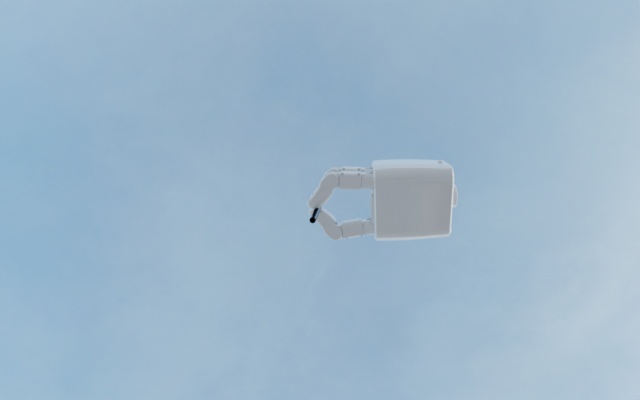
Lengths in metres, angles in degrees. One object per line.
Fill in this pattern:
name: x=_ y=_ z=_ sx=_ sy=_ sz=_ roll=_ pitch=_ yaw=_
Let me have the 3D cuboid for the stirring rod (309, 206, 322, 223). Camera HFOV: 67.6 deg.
stirring rod: x=0.000 y=0.002 z=0.714 sx=0.011 sy=0.011 sz=0.239 roll=0 pitch=11 yaw=5
